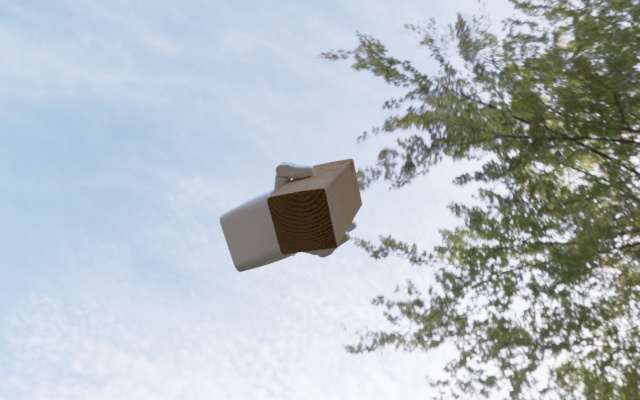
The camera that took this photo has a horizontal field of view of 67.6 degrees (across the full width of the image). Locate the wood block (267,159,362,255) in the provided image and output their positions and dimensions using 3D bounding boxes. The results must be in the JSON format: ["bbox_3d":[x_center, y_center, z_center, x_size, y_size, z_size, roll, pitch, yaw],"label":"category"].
[{"bbox_3d":[0.000,0.002,0.769,0.090,0.091,0.206,-9,14,18],"label":"wood block"}]
